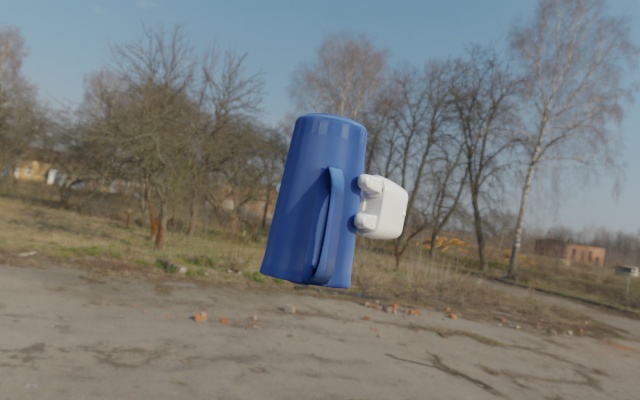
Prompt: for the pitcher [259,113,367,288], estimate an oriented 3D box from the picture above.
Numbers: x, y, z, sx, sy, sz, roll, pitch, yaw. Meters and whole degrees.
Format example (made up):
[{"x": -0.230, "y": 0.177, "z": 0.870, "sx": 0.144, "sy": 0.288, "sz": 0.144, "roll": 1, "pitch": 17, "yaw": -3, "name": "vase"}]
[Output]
[{"x": 0.000, "y": 0.002, "z": 0.690, "sx": 0.149, "sy": 0.243, "sz": 0.145, "roll": 7, "pitch": -4, "yaw": 33, "name": "pitcher"}]
